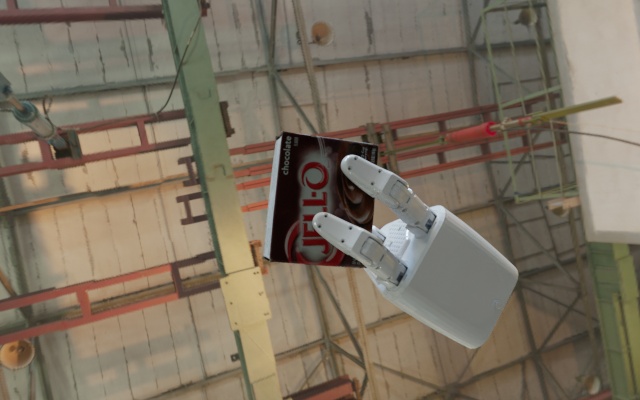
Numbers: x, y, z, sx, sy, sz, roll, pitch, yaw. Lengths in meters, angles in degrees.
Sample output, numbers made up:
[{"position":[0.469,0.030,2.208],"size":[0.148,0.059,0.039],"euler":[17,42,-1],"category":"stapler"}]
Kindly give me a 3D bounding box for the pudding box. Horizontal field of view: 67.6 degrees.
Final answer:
[{"position":[0.000,0.001,0.423],"size":[0.090,0.113,0.039],"euler":[6,-5,-18],"category":"pudding box"}]
